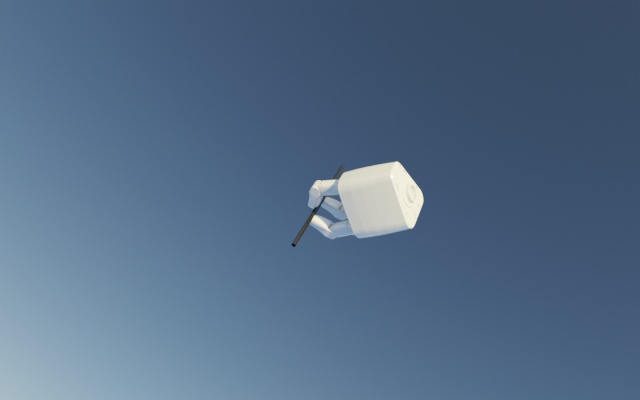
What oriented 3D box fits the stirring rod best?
[{"bbox_3d":[0.000,0.003,0.897,0.011,0.011,0.239,0,38,29],"label":"stirring rod"}]
